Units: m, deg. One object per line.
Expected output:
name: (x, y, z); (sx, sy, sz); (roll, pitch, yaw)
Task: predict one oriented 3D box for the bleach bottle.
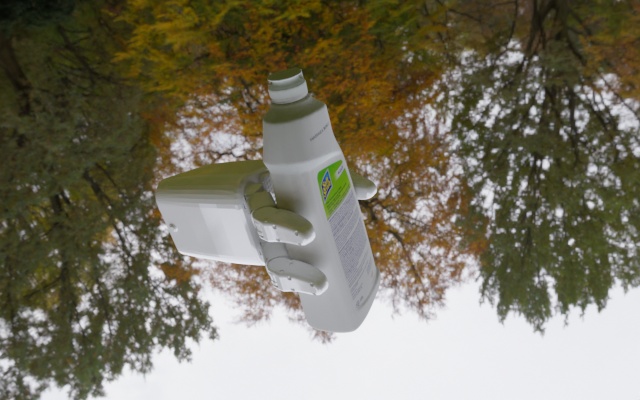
bleach bottle: (0.000, 0.002, 0.446); (0.068, 0.251, 0.102); (1, 33, 23)
